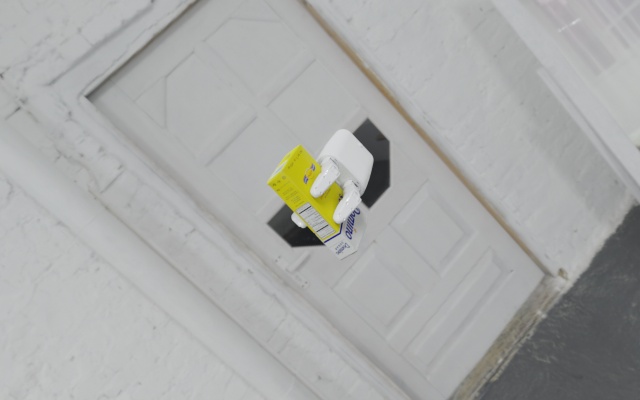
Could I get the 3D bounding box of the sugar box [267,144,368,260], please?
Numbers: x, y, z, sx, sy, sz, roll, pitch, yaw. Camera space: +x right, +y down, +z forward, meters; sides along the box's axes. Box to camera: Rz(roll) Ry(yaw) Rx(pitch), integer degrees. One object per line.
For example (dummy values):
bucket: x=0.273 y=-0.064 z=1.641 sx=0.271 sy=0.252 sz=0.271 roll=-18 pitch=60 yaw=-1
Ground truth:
sugar box: x=0.000 y=0.002 z=0.769 sx=0.048 sy=0.176 sz=0.093 roll=-36 pitch=16 yaw=35
